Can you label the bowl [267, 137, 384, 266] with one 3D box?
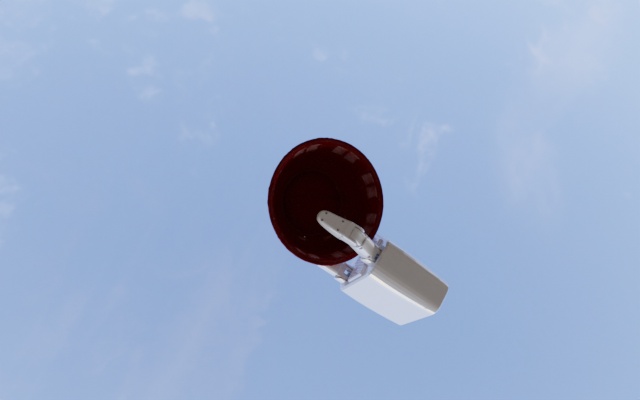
[{"bbox_3d":[-0.001,0.001,0.623,0.162,0.162,0.055,0,-2,-25],"label":"bowl"}]
